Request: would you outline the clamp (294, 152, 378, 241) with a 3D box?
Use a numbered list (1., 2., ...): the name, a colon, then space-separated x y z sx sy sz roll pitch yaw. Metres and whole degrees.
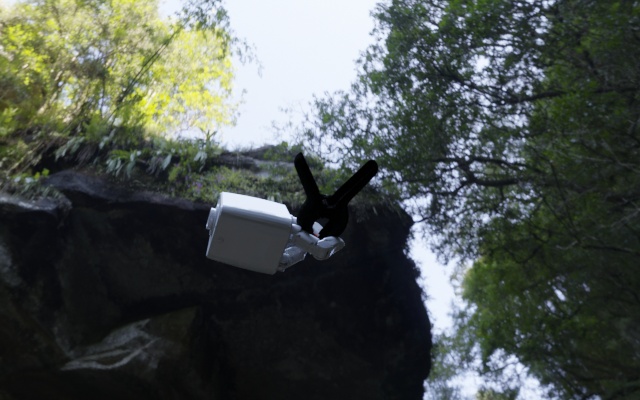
1. clamp: 0.000 0.002 0.698 0.120 0.171 0.039 15 28 -15
